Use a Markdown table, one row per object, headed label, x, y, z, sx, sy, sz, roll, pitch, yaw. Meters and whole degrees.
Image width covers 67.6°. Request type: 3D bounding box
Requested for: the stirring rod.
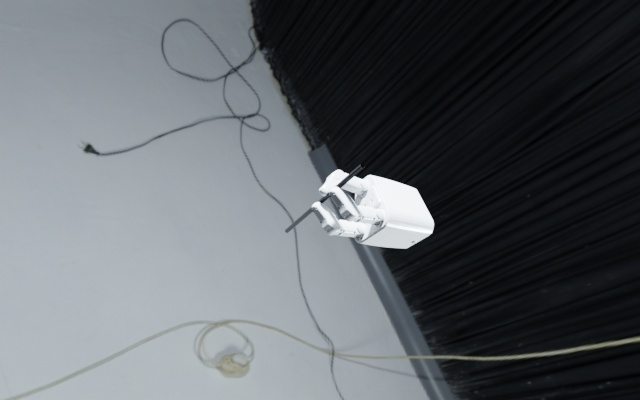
| label | x | y | z | sx | sy | sz | roll | pitch | yaw |
| --- | --- | --- | --- | --- | --- | --- | --- | --- | --- |
| stirring rod | 0.000 | 0.003 | 0.790 | 0.011 | 0.011 | 0.240 | 0 | -26 | -35 |
